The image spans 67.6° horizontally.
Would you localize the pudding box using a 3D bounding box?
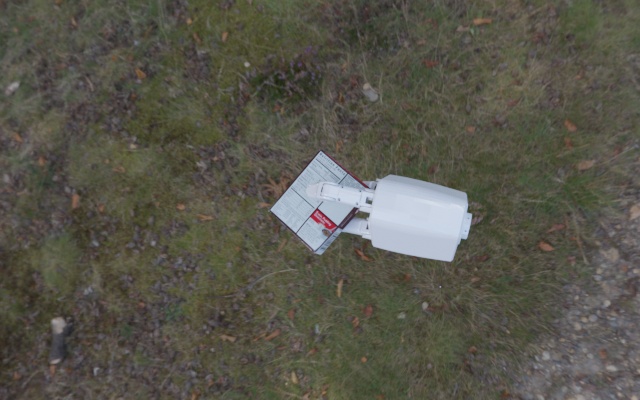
[{"bbox_3d":[0.000,0.002,0.640,0.090,0.113,0.039,41,1,15],"label":"pudding box"}]
